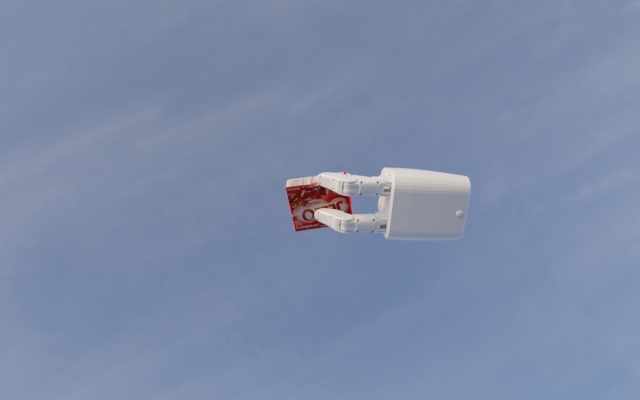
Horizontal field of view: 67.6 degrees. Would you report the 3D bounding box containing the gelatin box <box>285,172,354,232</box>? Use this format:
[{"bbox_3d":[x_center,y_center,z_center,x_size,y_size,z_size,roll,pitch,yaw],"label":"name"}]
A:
[{"bbox_3d":[0.000,0.002,0.688,0.089,0.073,0.030,-8,26,7],"label":"gelatin box"}]
